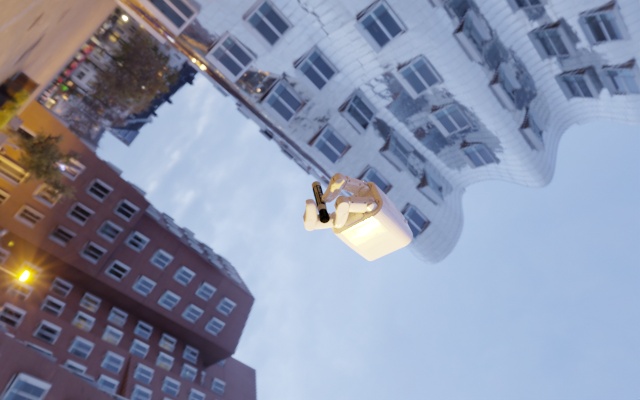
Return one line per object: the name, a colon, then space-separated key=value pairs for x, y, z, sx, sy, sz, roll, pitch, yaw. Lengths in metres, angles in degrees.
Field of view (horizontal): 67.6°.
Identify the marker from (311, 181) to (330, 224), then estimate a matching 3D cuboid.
marker: x=0.000 y=0.003 z=0.881 sx=0.020 sy=0.020 sz=0.121 roll=0 pitch=33 yaw=-10
